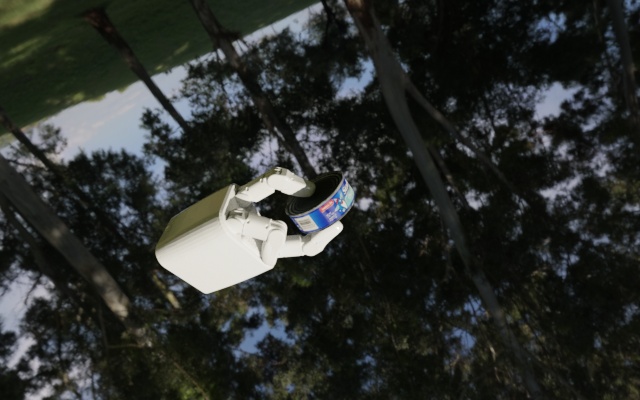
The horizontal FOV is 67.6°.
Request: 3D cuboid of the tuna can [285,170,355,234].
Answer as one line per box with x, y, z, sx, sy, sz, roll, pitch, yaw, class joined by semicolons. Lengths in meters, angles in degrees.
0.000;0.002;0.601;0.086;0.034;0.086;-30;23;14;tuna can
